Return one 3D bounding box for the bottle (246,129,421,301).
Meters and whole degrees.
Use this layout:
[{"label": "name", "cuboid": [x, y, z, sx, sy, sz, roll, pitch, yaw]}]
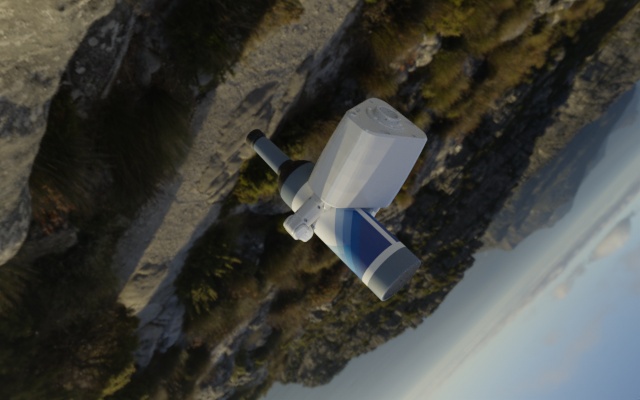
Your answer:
[{"label": "bottle", "cuboid": [0.000, 0.002, 0.627, 0.295, 0.069, 0.069, 44, 21, 23]}]
